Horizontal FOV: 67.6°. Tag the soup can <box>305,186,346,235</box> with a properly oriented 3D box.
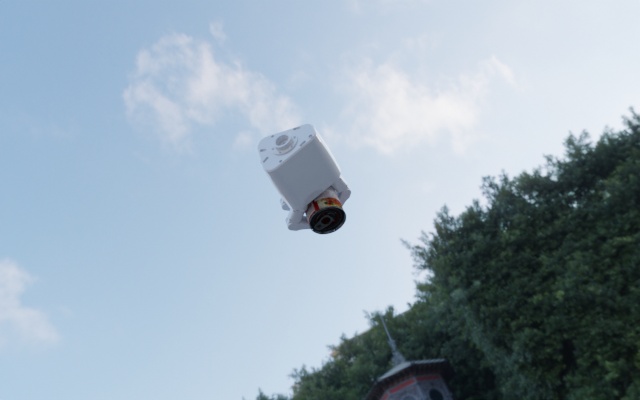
[{"bbox_3d":[0.000,0.003,0.875,0.068,0.068,0.102,0,42,-20],"label":"soup can"}]
